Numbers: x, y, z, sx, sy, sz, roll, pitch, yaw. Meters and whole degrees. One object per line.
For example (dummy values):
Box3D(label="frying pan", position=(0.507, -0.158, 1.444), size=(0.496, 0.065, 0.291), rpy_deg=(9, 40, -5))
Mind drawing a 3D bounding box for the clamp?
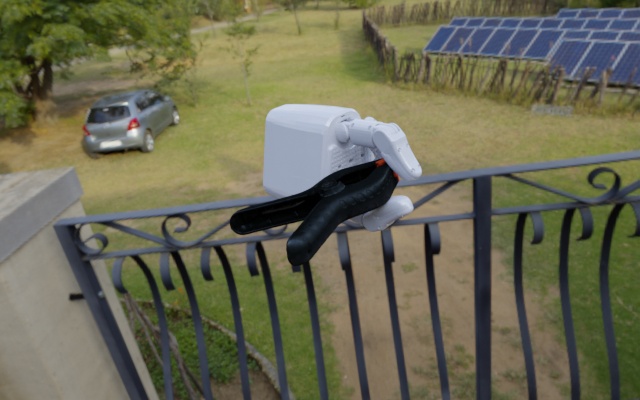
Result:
Box3D(label="clamp", position=(0.000, 0.001, 0.452), size=(0.171, 0.039, 0.120), rpy_deg=(-29, 32, -36))
